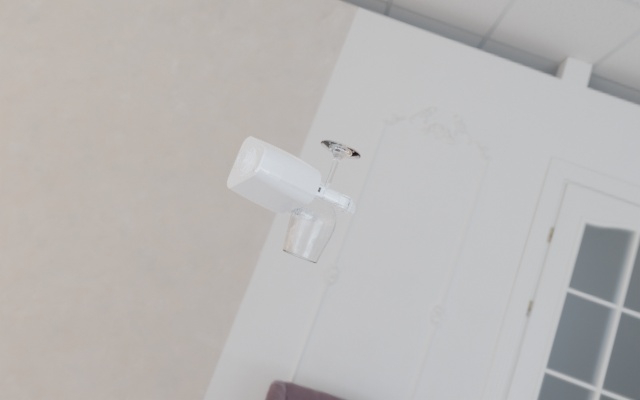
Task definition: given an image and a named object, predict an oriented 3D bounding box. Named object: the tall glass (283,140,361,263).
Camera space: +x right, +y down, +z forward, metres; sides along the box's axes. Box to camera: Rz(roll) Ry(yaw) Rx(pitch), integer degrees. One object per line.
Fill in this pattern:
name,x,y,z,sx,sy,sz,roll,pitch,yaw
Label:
tall glass,0.001,0.002,0.815,0.079,0.201,0.079,20,-9,3
